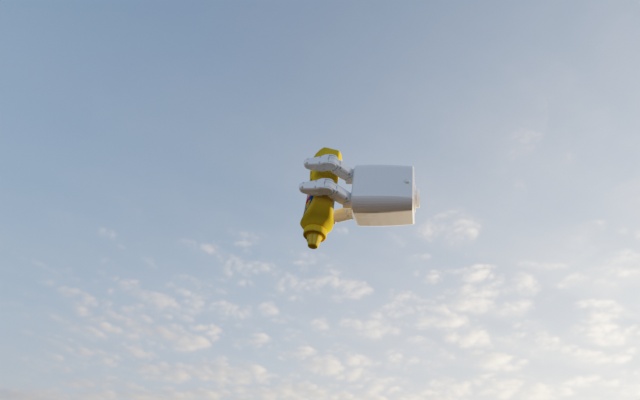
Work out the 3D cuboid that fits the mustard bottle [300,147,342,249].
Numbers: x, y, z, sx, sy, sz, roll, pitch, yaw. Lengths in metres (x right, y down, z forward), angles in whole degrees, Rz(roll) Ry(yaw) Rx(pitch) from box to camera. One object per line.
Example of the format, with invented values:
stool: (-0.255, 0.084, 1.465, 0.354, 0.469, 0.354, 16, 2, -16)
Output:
mustard bottle: (0.000, 0.003, 0.862, 0.058, 0.191, 0.096, 14, -37, -7)
